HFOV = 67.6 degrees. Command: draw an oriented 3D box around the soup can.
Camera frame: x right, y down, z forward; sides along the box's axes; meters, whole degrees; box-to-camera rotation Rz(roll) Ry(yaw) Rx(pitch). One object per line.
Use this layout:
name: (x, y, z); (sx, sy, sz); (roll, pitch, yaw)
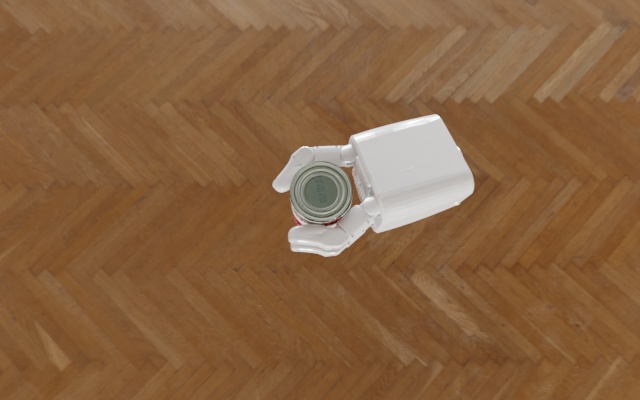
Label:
soup can: (0.000, 0.002, 0.542); (0.068, 0.068, 0.102); (0, -13, -1)
